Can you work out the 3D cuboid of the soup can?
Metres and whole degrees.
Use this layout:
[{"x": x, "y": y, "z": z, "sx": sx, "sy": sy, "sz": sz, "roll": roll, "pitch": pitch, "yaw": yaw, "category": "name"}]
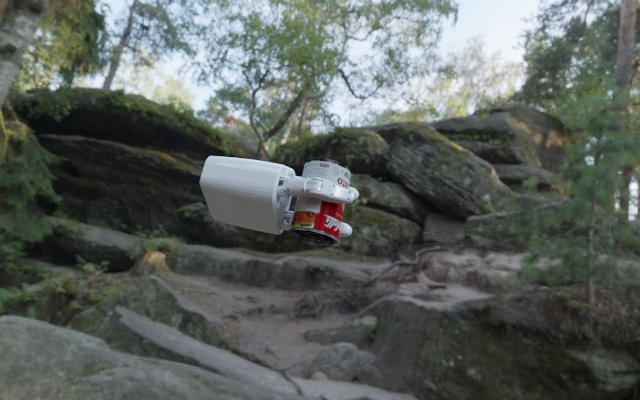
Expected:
[{"x": 0.001, "y": 0.002, "z": 0.653, "sx": 0.068, "sy": 0.102, "sz": 0.068, "roll": 11, "pitch": -17, "yaw": 4, "category": "soup can"}]
